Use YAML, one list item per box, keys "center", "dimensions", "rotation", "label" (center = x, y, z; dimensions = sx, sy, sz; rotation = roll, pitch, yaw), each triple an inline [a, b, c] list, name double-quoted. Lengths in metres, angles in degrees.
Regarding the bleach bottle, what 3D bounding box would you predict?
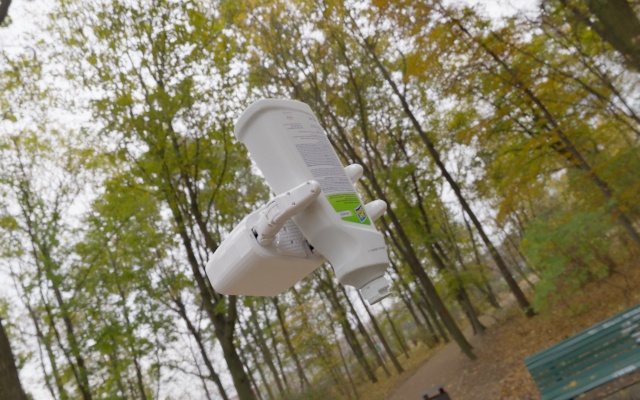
- center: [0.000, 0.002, 0.537]
  dimensions: [0.102, 0.250, 0.068]
  rotation: [-8, -28, -47]
  label: "bleach bottle"
